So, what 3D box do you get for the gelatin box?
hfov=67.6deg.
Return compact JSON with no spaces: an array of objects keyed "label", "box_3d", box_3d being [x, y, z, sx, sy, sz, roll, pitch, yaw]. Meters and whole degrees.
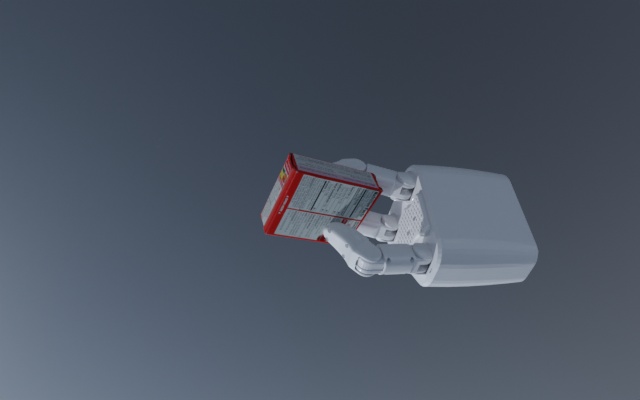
[{"label":"gelatin box","box_3d":[0.000,0.002,0.432,0.089,0.073,0.030,11,36,-27]}]
